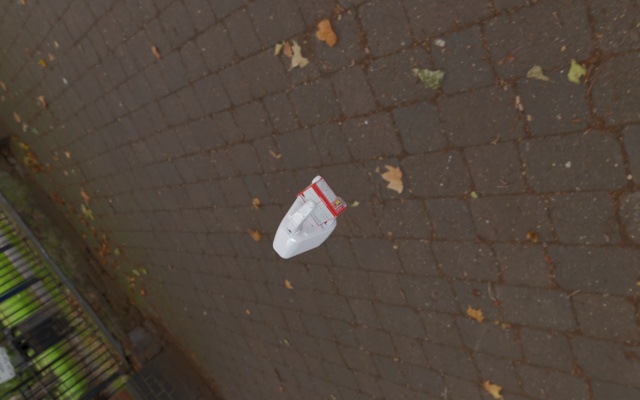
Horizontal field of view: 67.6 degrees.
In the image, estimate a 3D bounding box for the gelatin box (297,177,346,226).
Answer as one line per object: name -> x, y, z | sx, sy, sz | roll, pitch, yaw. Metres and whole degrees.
gelatin box -> 0.000, 0.003, 0.889 | 0.030, 0.073, 0.089 | -38, 2, -26
